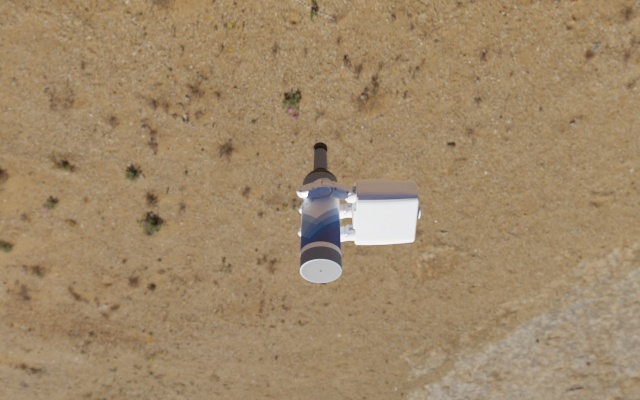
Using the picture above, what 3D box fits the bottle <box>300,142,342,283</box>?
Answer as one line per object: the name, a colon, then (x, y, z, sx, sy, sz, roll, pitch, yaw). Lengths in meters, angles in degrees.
bottle: (0.000, 0.003, 0.845, 0.069, 0.295, 0.069, 0, -43, 0)
